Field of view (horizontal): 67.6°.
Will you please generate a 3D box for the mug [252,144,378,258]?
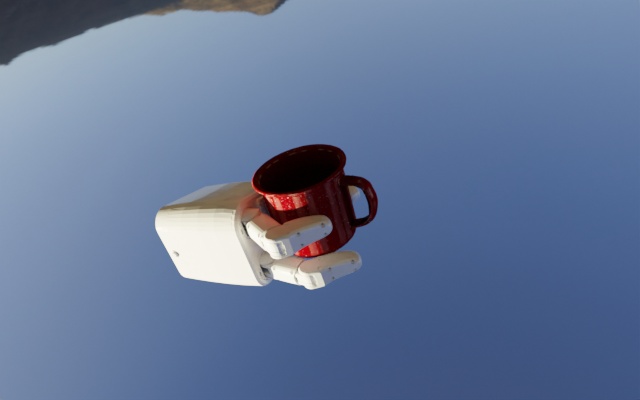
[{"bbox_3d":[0.001,0.002,0.467,0.117,0.081,0.093,-2,34,24],"label":"mug"}]
